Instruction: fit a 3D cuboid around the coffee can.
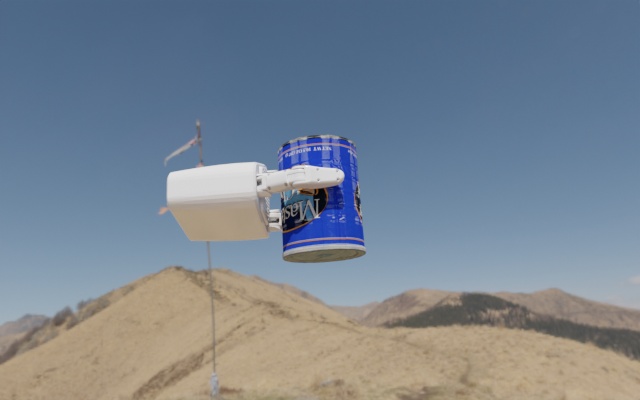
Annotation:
[{"bbox_3d":[0.000,0.002,0.603,0.103,0.140,0.103,-4,-15,-1],"label":"coffee can"}]
